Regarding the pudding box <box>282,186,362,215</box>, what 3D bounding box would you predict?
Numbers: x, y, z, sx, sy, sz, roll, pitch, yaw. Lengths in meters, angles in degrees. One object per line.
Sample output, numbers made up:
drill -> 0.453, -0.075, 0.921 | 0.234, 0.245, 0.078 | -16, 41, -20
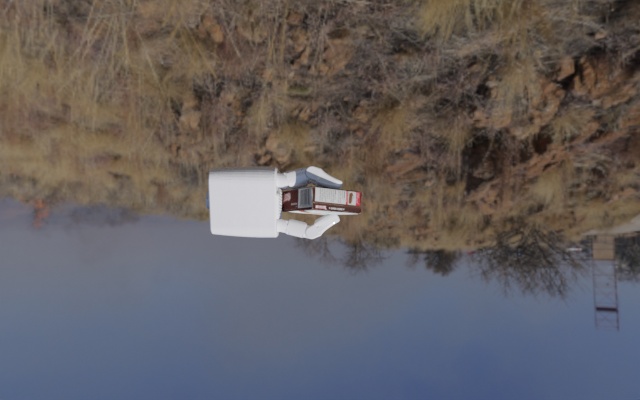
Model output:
pudding box -> 0.000, 0.003, 0.768 | 0.090, 0.039, 0.113 | 5, -4, -28
